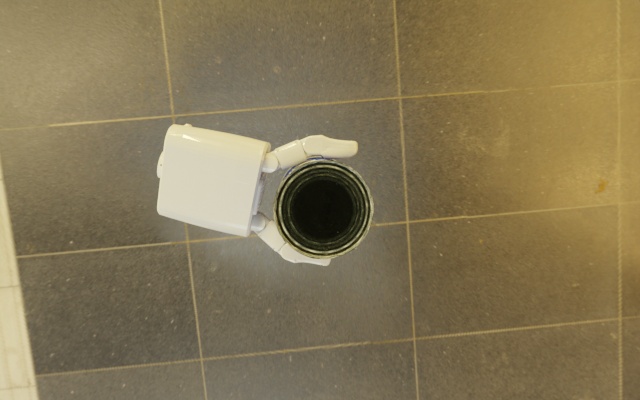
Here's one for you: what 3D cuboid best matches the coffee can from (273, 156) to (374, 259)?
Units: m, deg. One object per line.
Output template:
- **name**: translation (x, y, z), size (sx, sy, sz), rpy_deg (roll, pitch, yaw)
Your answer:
- **coffee can**: translation (0.000, 0.002, 0.551), size (0.103, 0.103, 0.140), rpy_deg (0, 6, -3)
